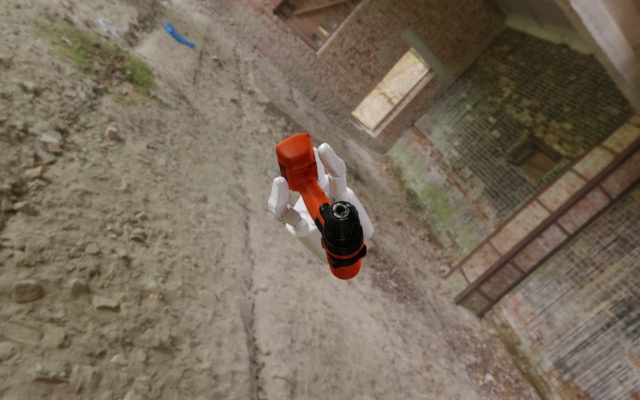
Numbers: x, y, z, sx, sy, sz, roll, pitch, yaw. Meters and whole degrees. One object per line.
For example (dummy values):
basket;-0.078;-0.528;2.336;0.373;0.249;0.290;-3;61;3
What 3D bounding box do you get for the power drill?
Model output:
power drill;0.000;0.002;0.642;0.057;0.187;0.184;-22;-28;-9
